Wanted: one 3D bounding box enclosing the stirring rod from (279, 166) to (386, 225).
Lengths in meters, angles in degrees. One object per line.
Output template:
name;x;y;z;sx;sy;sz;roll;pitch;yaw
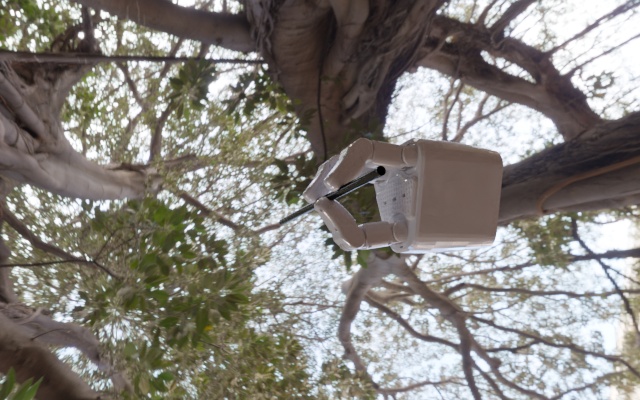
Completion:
stirring rod;0.000;0.002;0.474;0.011;0.011;0.239;0;-12;-23
